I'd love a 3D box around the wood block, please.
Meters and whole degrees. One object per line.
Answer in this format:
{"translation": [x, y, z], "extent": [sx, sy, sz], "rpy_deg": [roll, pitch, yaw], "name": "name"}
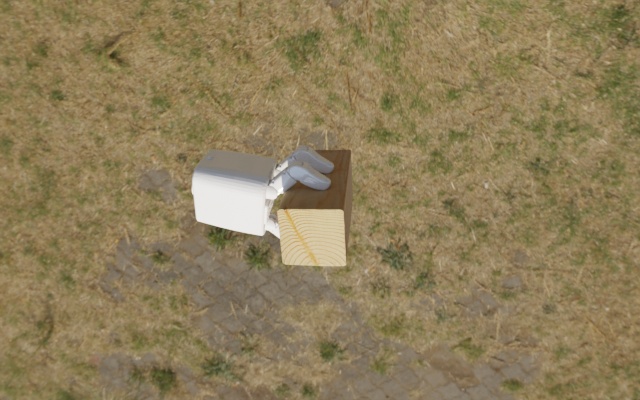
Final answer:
{"translation": [0.000, 0.003, 0.724], "extent": [0.090, 0.091, 0.206], "rpy_deg": [0, 28, 7], "name": "wood block"}
